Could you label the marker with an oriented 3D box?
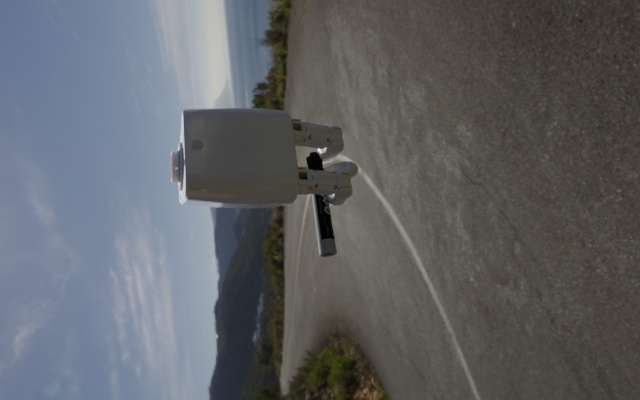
[{"bbox_3d":[0.000,0.002,0.527,0.020,0.121,0.020,-7,-20,-3],"label":"marker"}]
